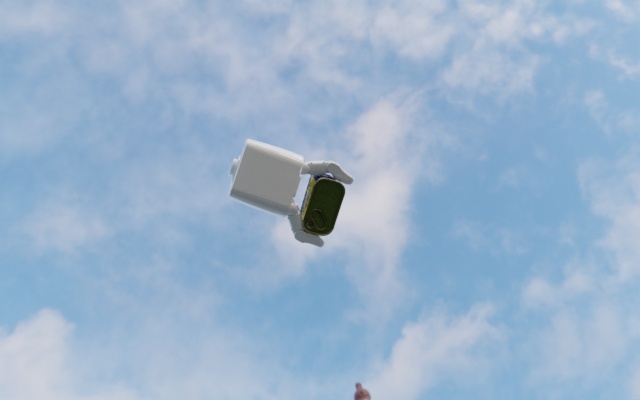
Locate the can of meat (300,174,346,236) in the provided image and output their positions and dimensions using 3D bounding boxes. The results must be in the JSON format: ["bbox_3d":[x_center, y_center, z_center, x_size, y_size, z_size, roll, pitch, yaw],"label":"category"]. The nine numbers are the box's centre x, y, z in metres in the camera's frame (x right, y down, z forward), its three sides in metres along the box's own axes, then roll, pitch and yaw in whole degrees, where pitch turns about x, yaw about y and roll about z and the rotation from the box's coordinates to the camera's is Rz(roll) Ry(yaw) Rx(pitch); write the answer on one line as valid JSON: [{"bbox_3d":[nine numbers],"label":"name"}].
[{"bbox_3d":[0.000,0.003,0.870,0.057,0.102,0.084,15,11,-12],"label":"can of meat"}]
